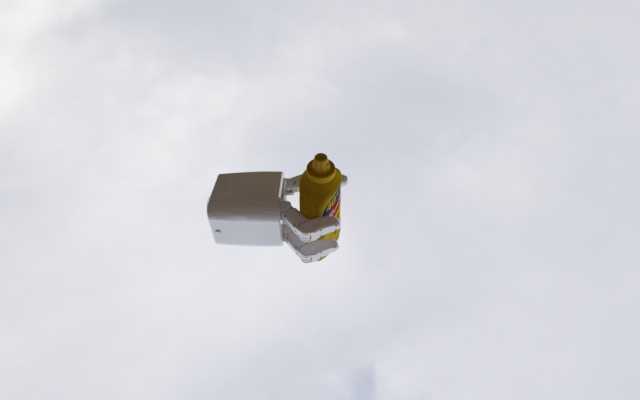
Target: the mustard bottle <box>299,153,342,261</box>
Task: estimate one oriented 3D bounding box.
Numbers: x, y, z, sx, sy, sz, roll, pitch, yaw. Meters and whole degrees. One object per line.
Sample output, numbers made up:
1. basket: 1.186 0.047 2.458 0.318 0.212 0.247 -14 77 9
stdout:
1. mustard bottle: 0.000 0.003 0.718 0.058 0.096 0.192 19 -38 15
